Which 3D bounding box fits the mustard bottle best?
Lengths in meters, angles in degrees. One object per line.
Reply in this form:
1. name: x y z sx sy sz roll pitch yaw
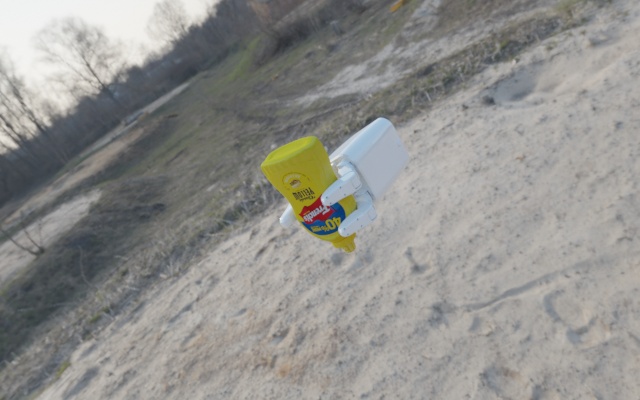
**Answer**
1. mustard bottle: 0.000 0.002 0.708 0.096 0.192 0.058 -18 28 31
